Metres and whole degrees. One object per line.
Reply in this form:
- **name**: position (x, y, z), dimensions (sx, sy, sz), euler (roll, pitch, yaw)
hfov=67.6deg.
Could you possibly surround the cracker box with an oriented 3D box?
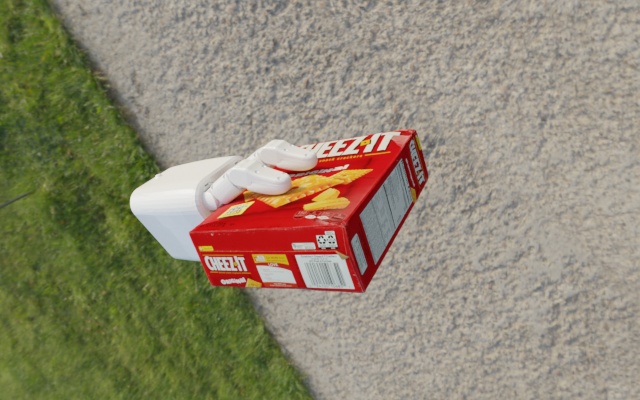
- **cracker box**: position (0.000, 0.002, 0.487), dimensions (0.164, 0.072, 0.213), euler (-4, 26, 30)
